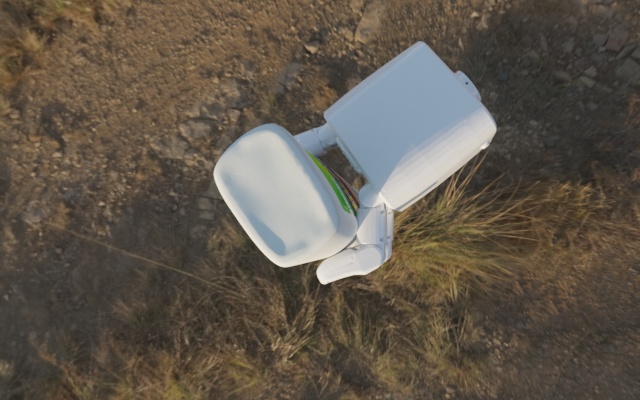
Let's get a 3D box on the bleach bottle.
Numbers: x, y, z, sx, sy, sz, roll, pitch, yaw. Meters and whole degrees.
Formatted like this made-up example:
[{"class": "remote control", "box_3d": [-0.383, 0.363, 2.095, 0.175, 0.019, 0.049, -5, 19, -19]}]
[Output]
[{"class": "bleach bottle", "box_3d": [0.000, 0.002, 0.448, 0.068, 0.102, 0.251, -37, -10, 11]}]
